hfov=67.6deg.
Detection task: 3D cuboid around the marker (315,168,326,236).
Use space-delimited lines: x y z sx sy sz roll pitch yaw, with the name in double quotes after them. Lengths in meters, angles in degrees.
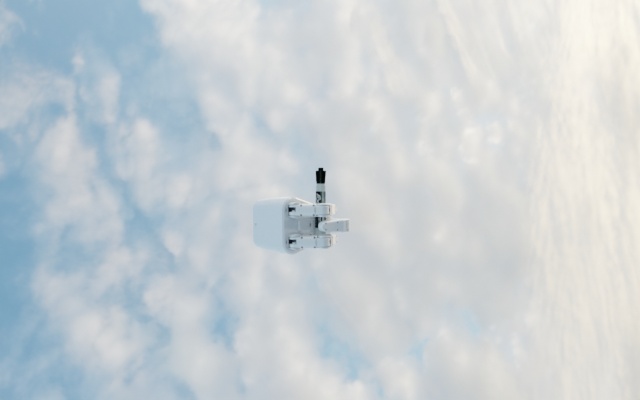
0.000 0.003 0.838 0.020 0.121 0.020 0 0 0 "marker"
